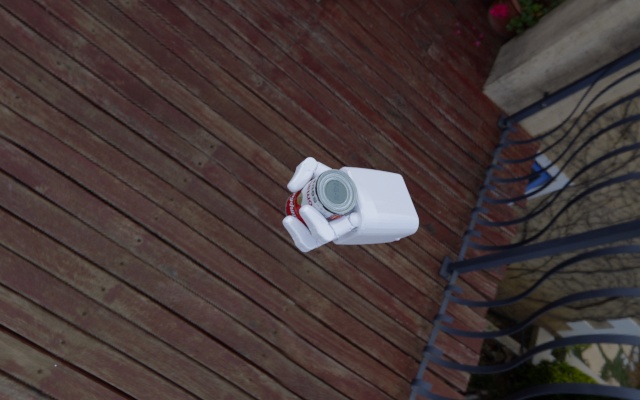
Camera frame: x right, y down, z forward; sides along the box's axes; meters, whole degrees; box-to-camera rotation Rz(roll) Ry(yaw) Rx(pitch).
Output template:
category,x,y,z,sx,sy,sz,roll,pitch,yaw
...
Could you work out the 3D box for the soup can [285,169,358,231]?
category,x,y,z,sx,sy,sz,roll,pitch,yaw
soup can,0.000,0.002,0.694,0.068,0.068,0.102,0,-17,-29
